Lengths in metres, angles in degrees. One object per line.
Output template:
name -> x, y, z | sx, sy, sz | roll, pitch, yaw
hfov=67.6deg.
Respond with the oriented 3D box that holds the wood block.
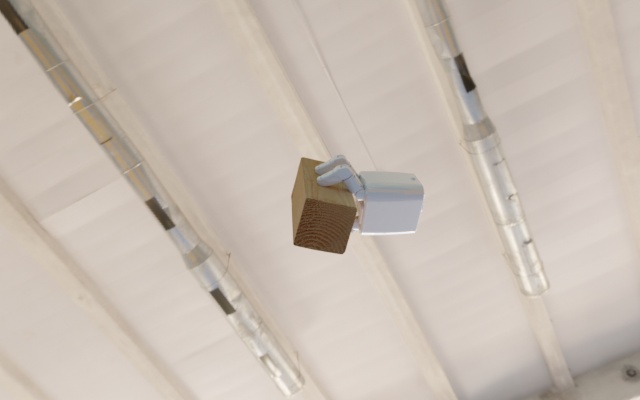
wood block -> 0.000, 0.003, 0.869 | 0.090, 0.091, 0.206 | 11, 22, -9
